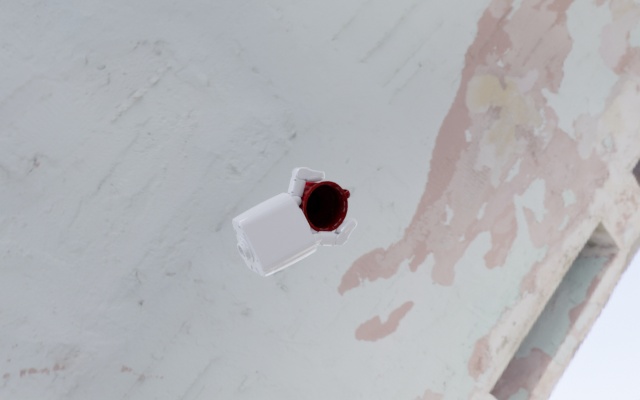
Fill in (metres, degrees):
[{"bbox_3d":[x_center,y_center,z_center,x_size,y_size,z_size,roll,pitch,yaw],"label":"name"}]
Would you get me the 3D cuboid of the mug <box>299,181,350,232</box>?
[{"bbox_3d":[0.001,0.002,0.884,0.117,0.093,0.081,-26,18,-26],"label":"mug"}]
